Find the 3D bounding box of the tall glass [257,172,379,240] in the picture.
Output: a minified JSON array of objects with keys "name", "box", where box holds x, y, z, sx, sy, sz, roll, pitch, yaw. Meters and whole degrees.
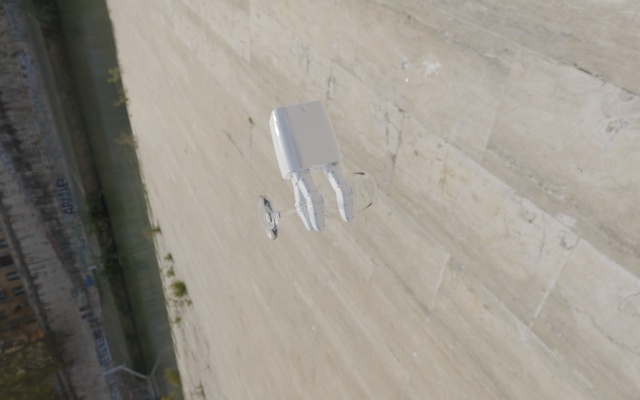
[{"name":"tall glass","box":[0.000,0.003,0.805,0.201,0.079,0.079,-16,7,-27]}]
